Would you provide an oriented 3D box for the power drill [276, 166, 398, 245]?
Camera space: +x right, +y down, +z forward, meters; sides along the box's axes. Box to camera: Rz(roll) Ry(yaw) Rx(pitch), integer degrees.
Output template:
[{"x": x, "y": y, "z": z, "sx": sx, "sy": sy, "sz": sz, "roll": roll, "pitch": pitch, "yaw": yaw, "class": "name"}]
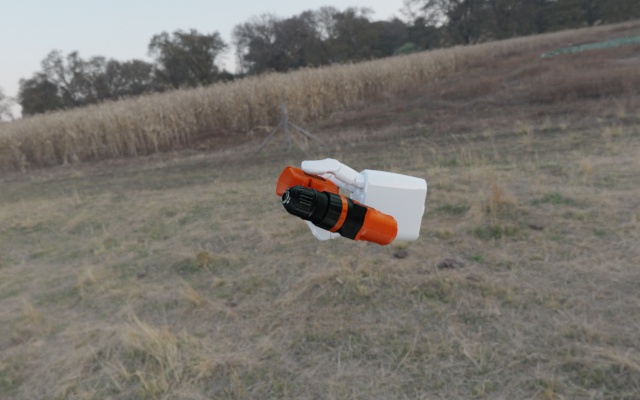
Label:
[{"x": 0.000, "y": 0.002, "z": 0.710, "sx": 0.184, "sy": 0.057, "sz": 0.187, "roll": 21, "pitch": 8, "yaw": -30, "class": "power drill"}]
